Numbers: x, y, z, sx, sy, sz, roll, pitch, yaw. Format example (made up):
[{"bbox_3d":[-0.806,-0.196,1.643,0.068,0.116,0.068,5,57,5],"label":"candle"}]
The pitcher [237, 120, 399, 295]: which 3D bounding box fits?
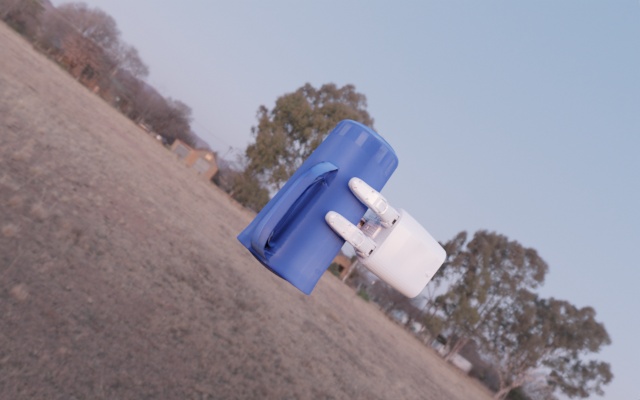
[{"bbox_3d":[0.000,0.002,0.684,0.145,0.243,0.149,40,-6,-22],"label":"pitcher"}]
